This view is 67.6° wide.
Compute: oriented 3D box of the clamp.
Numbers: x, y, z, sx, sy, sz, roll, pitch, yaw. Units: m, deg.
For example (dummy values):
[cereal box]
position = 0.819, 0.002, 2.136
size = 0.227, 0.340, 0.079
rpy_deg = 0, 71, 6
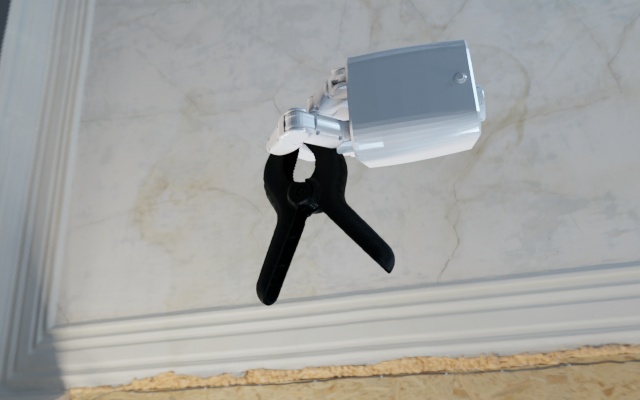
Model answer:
[clamp]
position = 0.000, 0.001, 0.419
size = 0.120, 0.171, 0.039
rpy_deg = -7, -20, 12
